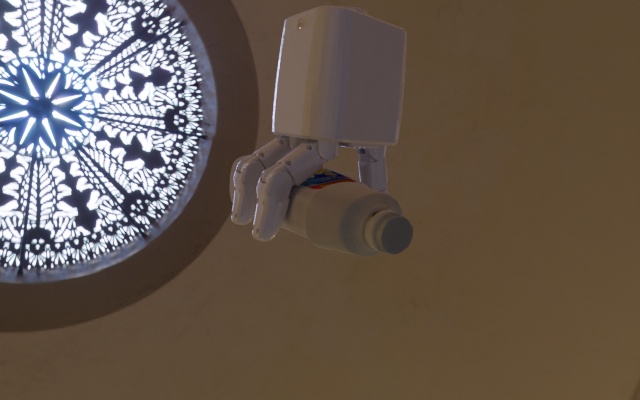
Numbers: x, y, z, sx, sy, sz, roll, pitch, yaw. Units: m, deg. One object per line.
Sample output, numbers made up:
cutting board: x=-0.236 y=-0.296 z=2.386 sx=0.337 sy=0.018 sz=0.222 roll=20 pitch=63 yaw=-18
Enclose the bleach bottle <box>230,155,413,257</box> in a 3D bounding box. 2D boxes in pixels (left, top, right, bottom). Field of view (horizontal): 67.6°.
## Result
bleach bottle: x=0.000 y=0.001 z=0.444 sx=0.102 sy=0.068 sz=0.250 roll=-2 pitch=11 yaw=-29
